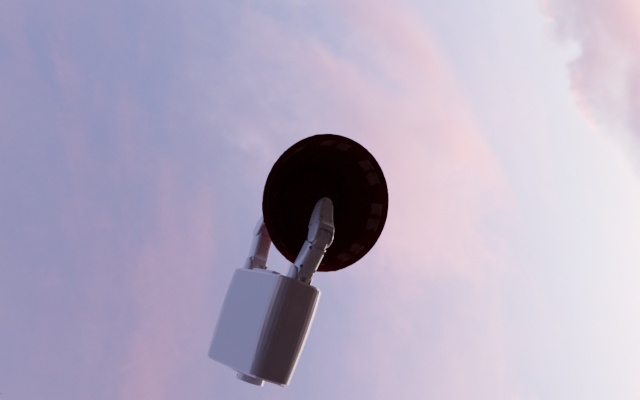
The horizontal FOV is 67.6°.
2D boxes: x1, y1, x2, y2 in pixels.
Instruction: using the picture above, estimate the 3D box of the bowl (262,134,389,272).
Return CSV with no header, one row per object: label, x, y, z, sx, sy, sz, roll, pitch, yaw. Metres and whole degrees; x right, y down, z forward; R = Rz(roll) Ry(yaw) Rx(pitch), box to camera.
bowl,0.001,0.001,0.577,0.162,0.162,0.055,0,4,-24
